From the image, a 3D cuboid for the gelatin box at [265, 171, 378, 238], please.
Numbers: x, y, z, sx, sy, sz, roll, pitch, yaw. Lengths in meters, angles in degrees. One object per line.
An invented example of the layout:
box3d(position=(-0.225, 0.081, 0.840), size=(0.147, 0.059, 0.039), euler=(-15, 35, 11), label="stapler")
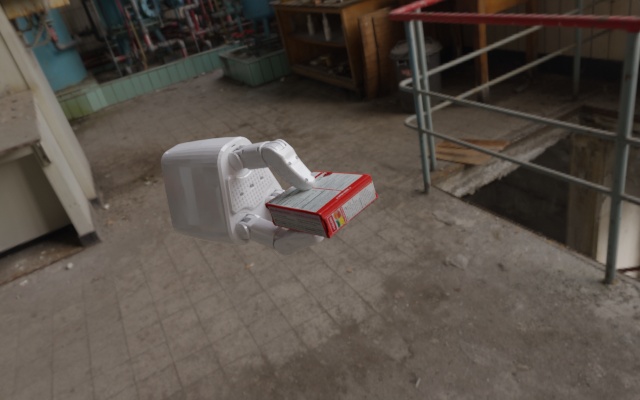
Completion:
box3d(position=(0.000, 0.001, 0.476), size=(0.073, 0.030, 0.089), euler=(-37, 27, -32), label="gelatin box")
